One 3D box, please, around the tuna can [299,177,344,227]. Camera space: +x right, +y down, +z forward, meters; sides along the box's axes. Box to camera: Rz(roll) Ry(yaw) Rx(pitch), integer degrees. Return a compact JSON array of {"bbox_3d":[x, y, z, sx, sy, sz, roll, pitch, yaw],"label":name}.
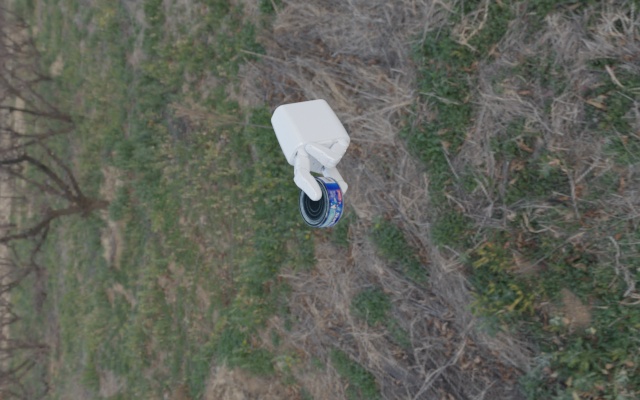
[{"bbox_3d":[0.000,0.003,0.808,0.034,0.086,0.086,-2,1,-38],"label":"tuna can"}]
